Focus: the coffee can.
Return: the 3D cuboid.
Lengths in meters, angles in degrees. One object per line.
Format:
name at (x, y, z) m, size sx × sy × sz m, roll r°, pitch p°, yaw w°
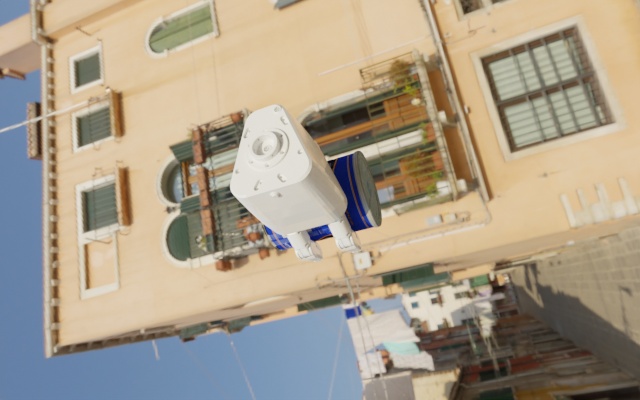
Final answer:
coffee can at (0.000, 0.002, 0.638) m, size 0.140 × 0.103 × 0.103 m, roll -16°, pitch -4°, yaw 15°
